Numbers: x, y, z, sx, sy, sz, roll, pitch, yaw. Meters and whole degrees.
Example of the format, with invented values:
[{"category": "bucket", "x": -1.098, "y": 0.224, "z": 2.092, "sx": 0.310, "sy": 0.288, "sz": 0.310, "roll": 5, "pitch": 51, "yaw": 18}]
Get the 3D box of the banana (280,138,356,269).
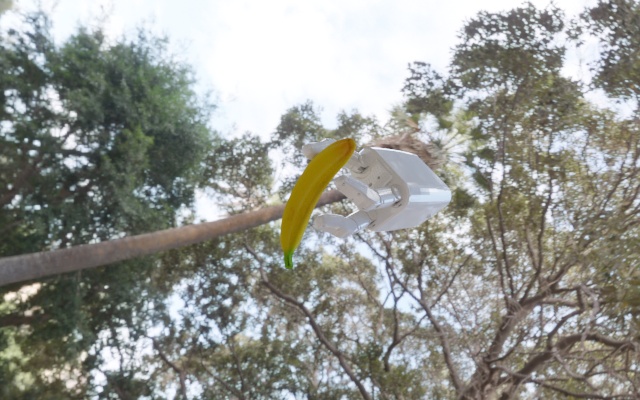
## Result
[{"category": "banana", "x": -0.010, "y": -0.006, "z": 0.629, "sx": 0.037, "sy": 0.198, "sz": 0.069, "roll": 5, "pitch": 30, "yaw": -38}]
